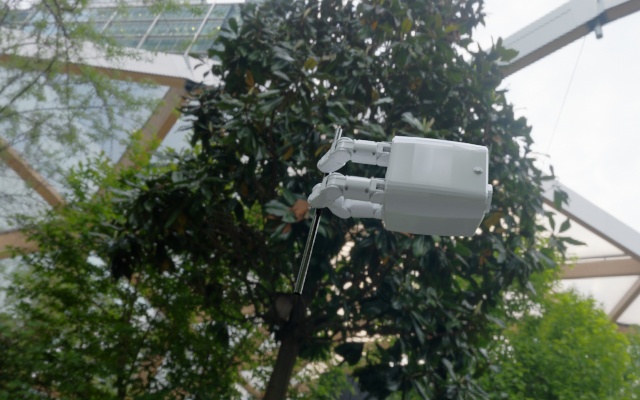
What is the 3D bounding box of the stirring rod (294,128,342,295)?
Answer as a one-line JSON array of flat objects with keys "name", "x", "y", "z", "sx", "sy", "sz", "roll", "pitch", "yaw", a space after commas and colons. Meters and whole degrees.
[{"name": "stirring rod", "x": 0.000, "y": 0.002, "z": 0.571, "sx": 0.011, "sy": 0.239, "sz": 0.011, "roll": 10, "pitch": -34, "yaw": 7}]
